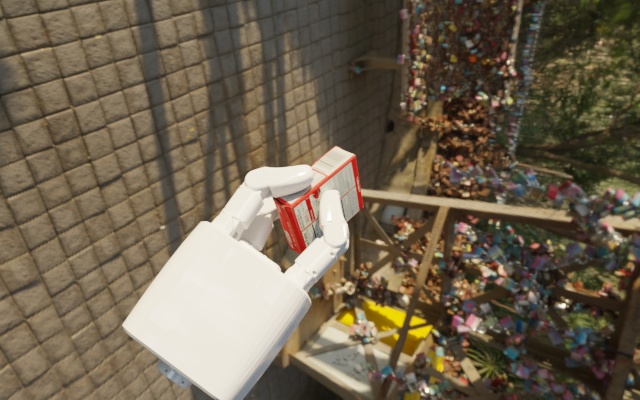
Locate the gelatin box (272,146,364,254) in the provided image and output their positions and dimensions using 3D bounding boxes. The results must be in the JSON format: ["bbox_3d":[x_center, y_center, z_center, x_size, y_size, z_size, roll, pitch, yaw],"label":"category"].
[{"bbox_3d":[0.001,0.002,0.468,0.089,0.073,0.030,-40,49,-24],"label":"gelatin box"}]
